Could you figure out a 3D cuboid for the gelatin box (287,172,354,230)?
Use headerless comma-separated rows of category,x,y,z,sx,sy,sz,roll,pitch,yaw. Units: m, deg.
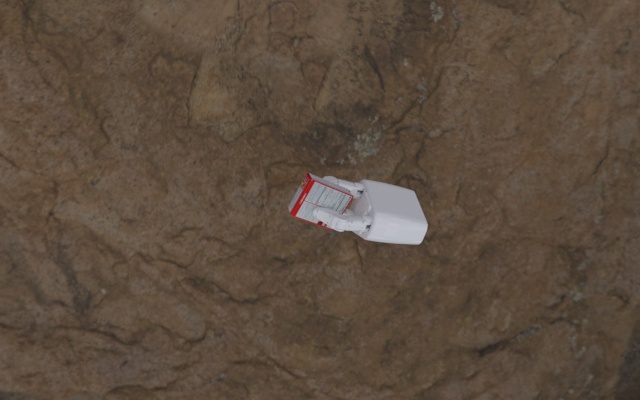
gelatin box,0.000,0.003,0.803,0.089,0.073,0.030,20,20,-29
